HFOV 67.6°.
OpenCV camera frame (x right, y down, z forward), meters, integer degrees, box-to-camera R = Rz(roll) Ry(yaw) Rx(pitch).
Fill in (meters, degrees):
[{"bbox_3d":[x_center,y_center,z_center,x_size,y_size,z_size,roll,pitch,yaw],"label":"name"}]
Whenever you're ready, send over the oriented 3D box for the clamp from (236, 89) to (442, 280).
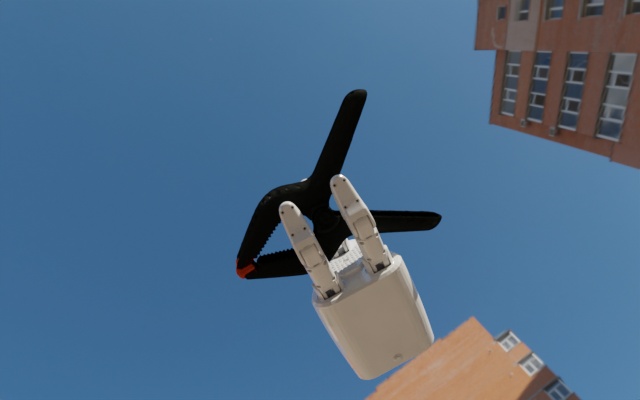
[{"bbox_3d":[0.000,0.002,0.474,0.210,0.164,0.036,-28,16,-2],"label":"clamp"}]
